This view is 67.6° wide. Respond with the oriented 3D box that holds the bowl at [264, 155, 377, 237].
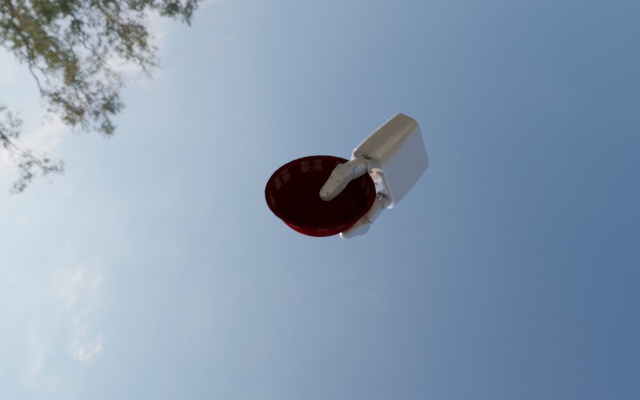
[{"bbox_3d":[-0.001,0.003,0.708,0.162,0.055,0.162,0,43,0],"label":"bowl"}]
